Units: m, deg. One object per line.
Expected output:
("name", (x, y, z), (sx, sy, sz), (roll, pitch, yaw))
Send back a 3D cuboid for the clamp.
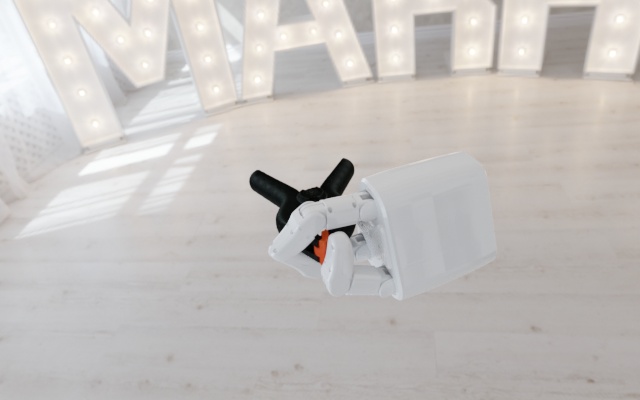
("clamp", (0.000, 0.001, 0.493), (0.120, 0.039, 0.171), (-18, 36, -11))
